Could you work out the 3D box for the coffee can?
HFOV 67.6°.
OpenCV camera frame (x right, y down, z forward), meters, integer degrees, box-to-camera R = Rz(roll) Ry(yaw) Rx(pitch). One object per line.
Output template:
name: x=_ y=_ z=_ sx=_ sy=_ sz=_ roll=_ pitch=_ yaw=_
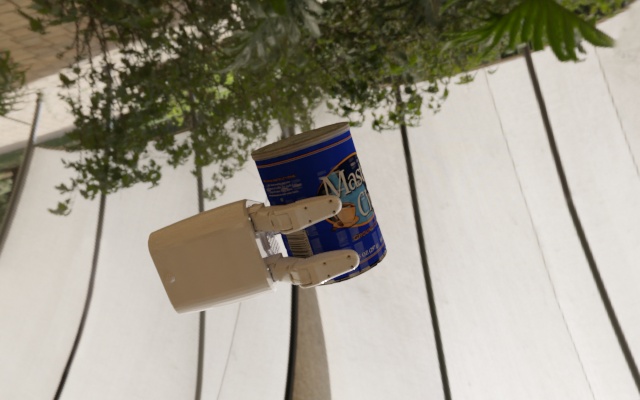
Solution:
coffee can: x=0.000 y=0.001 z=0.491 sx=0.103 sy=0.140 sz=0.102 roll=-17 pitch=12 yaw=4
